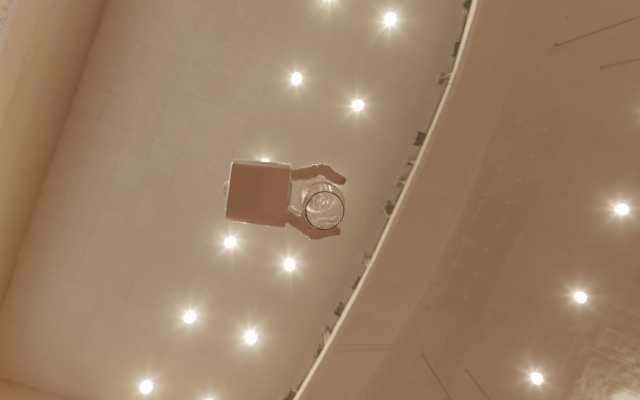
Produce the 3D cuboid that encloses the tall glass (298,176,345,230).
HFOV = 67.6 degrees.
[{"bbox_3d":[0.000,0.003,0.839,0.079,0.079,0.201,0,8,-4],"label":"tall glass"}]
